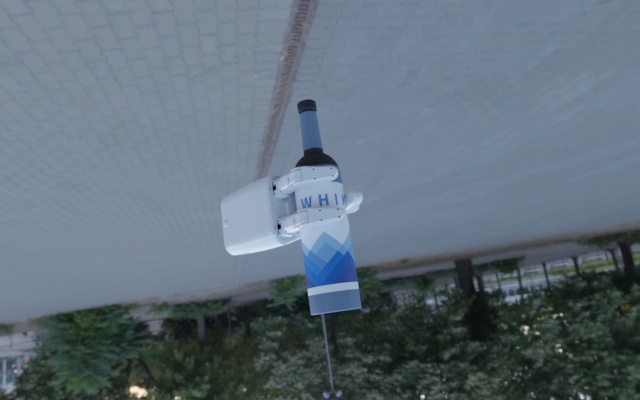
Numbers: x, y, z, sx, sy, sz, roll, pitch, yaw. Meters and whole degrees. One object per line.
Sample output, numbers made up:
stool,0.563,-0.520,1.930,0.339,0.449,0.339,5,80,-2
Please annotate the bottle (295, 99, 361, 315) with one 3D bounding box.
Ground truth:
bottle,0.000,0.002,0.652,0.069,0.295,0.069,-8,-13,-2
